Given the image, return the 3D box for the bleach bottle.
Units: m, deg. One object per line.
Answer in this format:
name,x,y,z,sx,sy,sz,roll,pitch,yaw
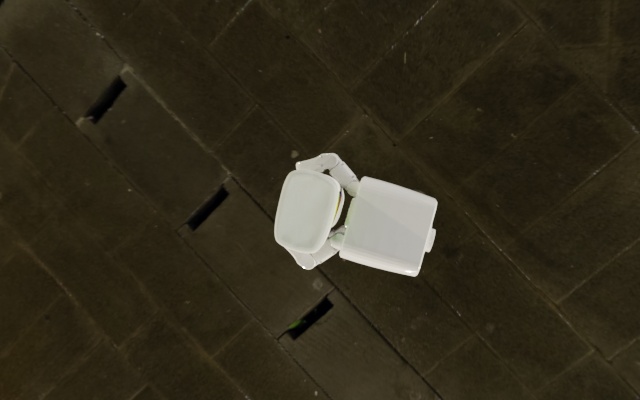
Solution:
bleach bottle,0.000,0.002,0.684,0.068,0.102,0.251,16,9,7
